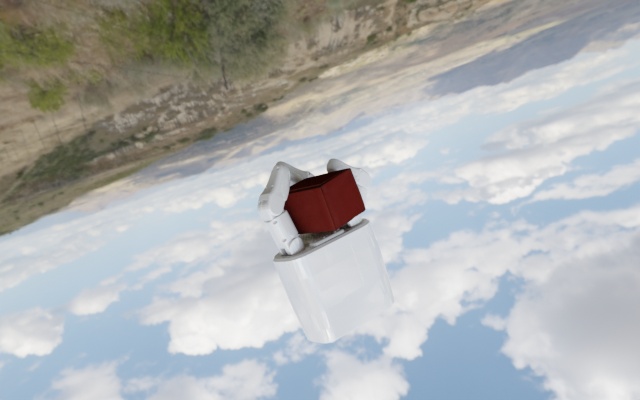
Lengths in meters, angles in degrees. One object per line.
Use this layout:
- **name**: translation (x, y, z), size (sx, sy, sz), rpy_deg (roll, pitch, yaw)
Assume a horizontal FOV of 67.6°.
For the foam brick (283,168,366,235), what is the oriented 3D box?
- **foam brick**: translation (0.000, 0.002, 0.523), size (0.053, 0.051, 0.078), rpy_deg (-30, 13, -40)
